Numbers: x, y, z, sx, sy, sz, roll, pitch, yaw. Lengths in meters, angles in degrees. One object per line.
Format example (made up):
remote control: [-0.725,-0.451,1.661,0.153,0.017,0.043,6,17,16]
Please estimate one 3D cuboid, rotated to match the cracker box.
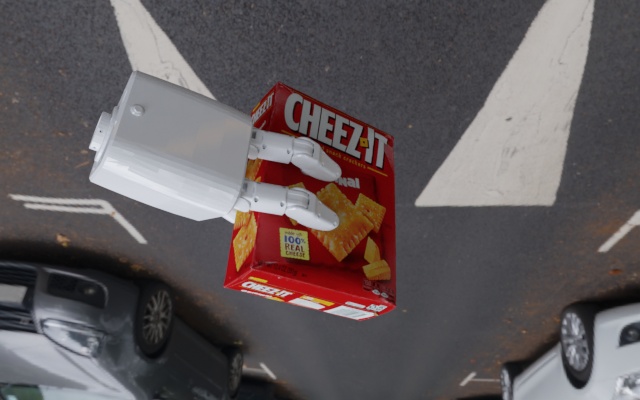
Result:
cracker box: [0.000,0.002,0.504,0.164,0.213,0.072,21,-33,-27]
